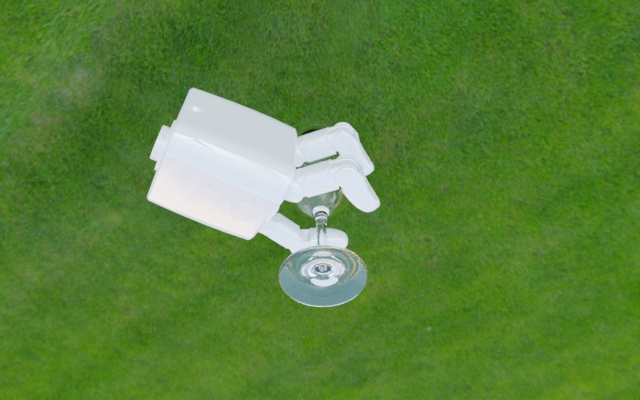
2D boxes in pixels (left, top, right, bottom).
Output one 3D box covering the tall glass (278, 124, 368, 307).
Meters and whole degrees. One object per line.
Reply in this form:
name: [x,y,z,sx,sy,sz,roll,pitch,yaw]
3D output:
tall glass: [0.000,0.002,0.471,0.079,0.079,0.200,0,39,-1]
